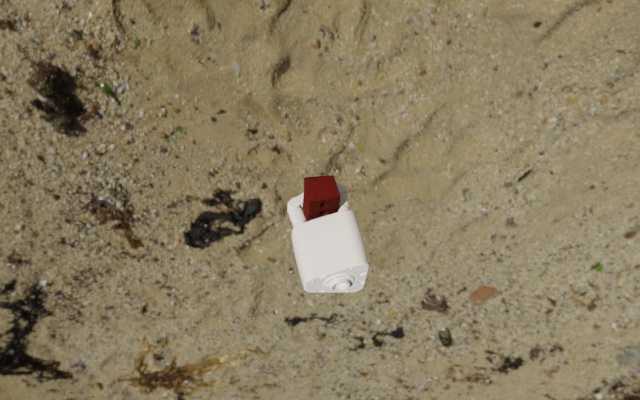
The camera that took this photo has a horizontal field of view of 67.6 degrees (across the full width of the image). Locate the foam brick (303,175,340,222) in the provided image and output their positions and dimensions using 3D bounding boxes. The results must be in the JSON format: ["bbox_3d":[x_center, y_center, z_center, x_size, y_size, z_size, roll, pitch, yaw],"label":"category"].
[{"bbox_3d":[0.000,0.002,0.809,0.053,0.051,0.078,-7,-39,-10],"label":"foam brick"}]
